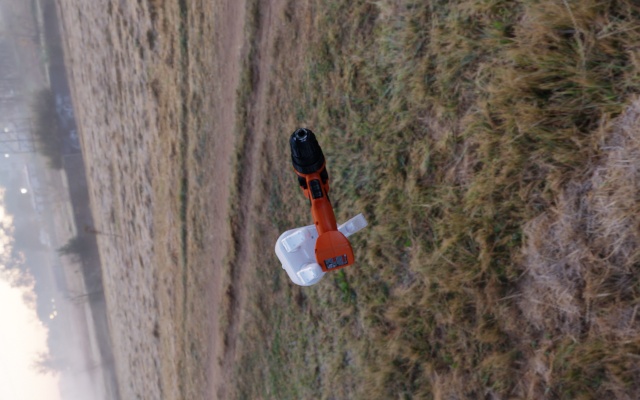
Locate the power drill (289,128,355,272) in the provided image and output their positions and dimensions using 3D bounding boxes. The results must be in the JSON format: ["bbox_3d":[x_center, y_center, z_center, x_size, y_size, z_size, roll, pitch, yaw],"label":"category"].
[{"bbox_3d":[0.000,0.003,0.732,0.057,0.187,0.184,-15,-26,2],"label":"power drill"}]
